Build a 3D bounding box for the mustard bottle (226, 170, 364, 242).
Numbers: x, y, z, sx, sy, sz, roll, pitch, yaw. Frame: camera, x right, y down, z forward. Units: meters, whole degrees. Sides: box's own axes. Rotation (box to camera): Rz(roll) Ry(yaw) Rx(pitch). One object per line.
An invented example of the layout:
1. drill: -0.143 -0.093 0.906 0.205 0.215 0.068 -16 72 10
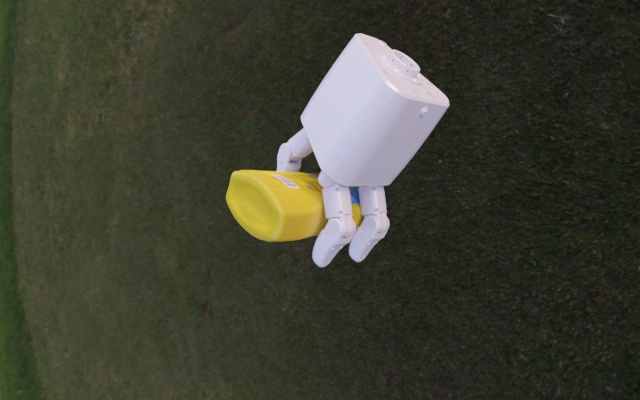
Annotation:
1. mustard bottle: 0.000 0.002 0.525 0.191 0.058 0.096 -2 26 -45
